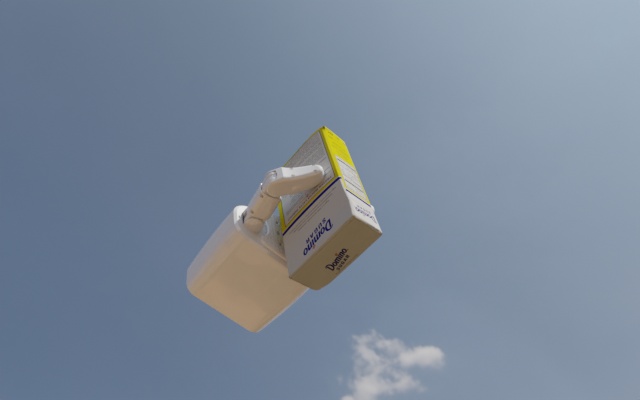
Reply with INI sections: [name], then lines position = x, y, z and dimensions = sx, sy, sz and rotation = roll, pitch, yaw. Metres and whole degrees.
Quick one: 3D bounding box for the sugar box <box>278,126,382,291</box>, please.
[sugar box]
position = 0.000, 0.002, 0.508
dimensions = 0.048, 0.093, 0.176
rotation = 31, 25, -31
